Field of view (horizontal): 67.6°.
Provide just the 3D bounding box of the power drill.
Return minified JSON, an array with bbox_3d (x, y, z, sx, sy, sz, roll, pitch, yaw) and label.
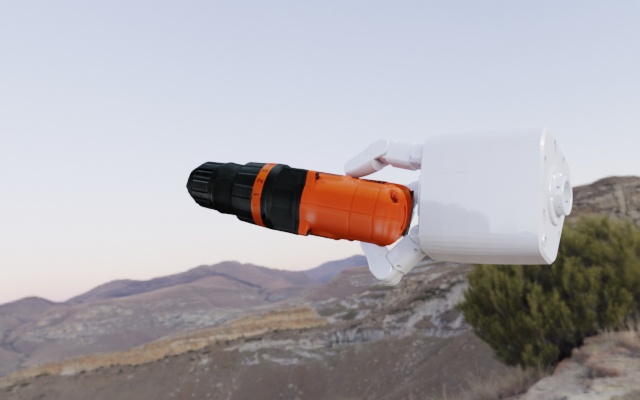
[{"bbox_3d":[0.001,0.001,0.434,0.184,0.057,0.187,12,4,22],"label":"power drill"}]
